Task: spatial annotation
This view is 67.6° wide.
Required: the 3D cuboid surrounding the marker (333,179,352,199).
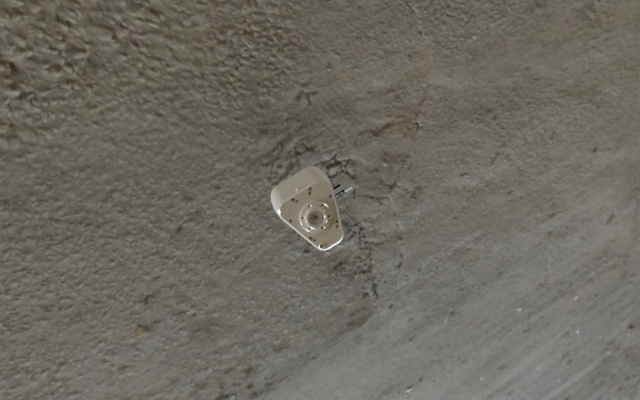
[{"bbox_3d":[0.000,0.003,0.841,0.121,0.020,0.020,-33,1,-1],"label":"marker"}]
